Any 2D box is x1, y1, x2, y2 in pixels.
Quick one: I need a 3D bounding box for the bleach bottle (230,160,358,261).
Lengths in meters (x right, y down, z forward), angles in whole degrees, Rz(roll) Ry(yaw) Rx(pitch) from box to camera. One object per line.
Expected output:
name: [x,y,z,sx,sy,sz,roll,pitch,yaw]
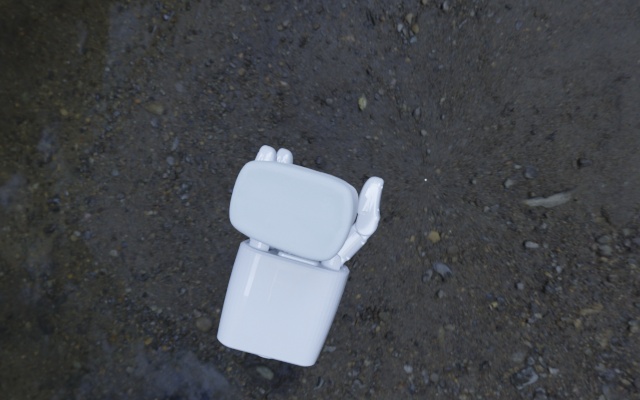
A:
bleach bottle: [0.000,0.002,0.490,0.102,0.068,0.251,18,6,11]
